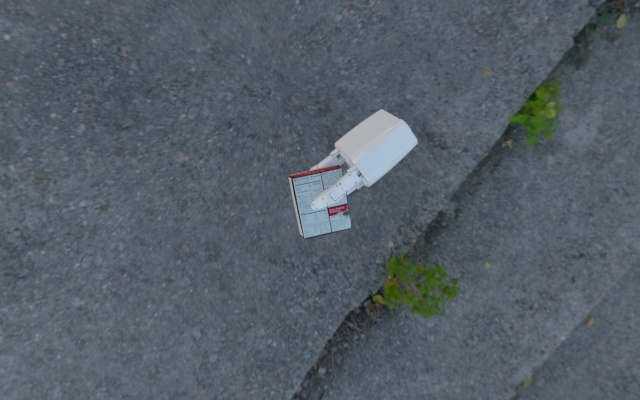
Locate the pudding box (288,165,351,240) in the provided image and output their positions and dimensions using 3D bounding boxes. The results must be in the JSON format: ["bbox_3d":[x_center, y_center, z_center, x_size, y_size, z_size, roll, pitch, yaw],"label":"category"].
[{"bbox_3d":[0.000,0.003,0.814,0.090,0.113,0.039,-12,11,-8],"label":"pudding box"}]
